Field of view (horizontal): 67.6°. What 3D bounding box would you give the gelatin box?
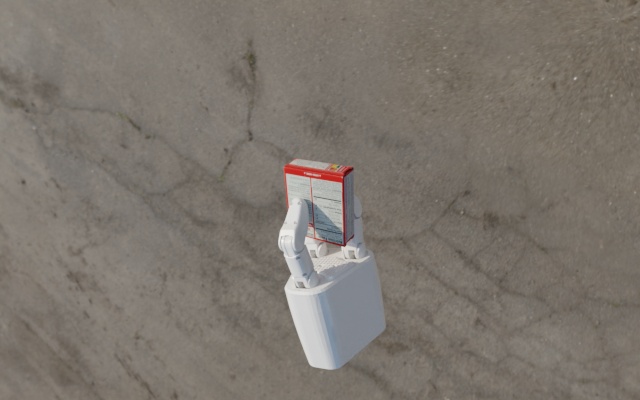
[{"bbox_3d":[0.000,0.002,0.533,0.073,0.089,0.030,11,31,26],"label":"gelatin box"}]
